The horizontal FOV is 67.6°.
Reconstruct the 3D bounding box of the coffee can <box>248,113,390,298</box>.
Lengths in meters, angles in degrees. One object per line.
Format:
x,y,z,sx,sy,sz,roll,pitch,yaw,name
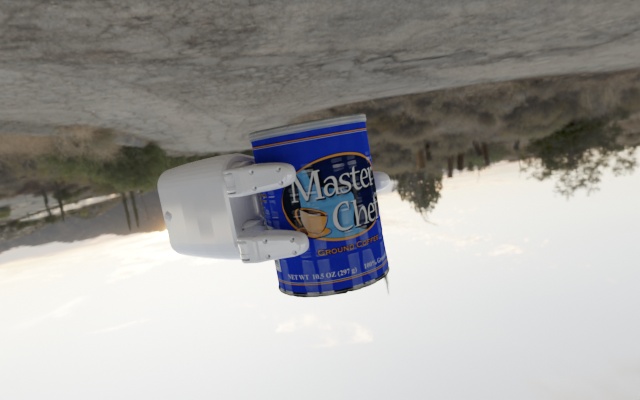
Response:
0.000,0.001,0.424,0.103,0.140,0.103,-10,7,1,coffee can
